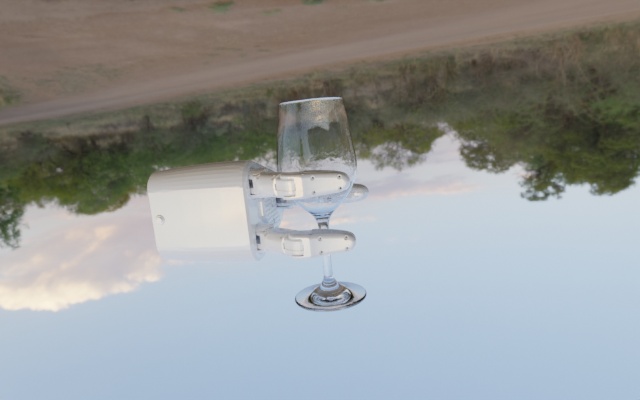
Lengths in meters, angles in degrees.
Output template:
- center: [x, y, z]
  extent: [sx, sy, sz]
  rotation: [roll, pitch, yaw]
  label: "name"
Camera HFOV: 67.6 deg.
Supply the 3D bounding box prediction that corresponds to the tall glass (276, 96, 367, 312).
- center: [0.000, 0.002, 0.472]
  extent: [0.079, 0.201, 0.079]
  rotation: [-5, 11, 1]
  label: "tall glass"
